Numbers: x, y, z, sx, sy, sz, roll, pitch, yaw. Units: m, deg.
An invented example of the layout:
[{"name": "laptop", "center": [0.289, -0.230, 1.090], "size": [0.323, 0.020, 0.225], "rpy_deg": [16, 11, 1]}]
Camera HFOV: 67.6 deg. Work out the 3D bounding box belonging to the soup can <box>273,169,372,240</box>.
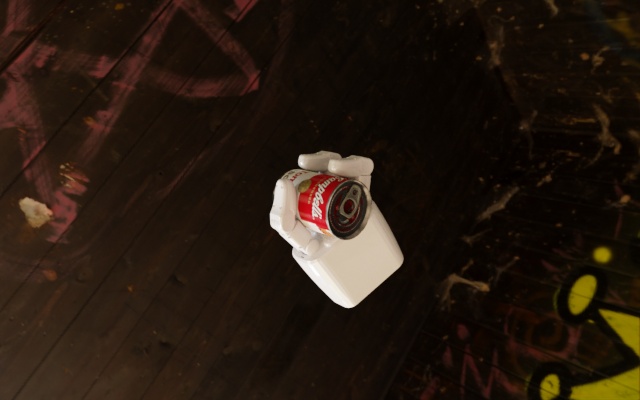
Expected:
[{"name": "soup can", "center": [0.000, 0.002, 0.559], "size": [0.068, 0.068, 0.102], "rpy_deg": [0, 10, -41]}]
